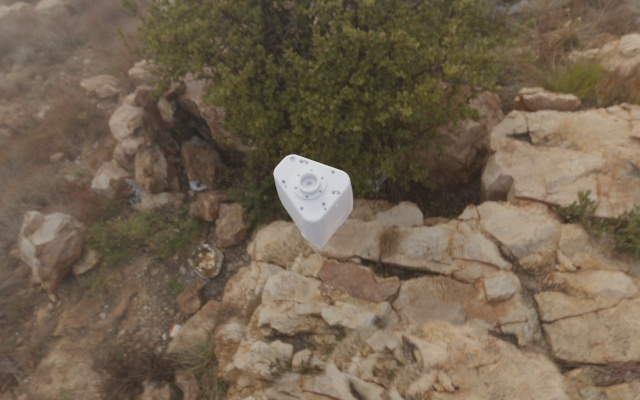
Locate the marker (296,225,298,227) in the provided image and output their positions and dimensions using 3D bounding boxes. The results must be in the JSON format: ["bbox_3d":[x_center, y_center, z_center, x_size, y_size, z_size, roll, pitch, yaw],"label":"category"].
[{"bbox_3d":[0.000,0.003,0.855,0.020,0.121,0.020,37,-14,11],"label":"marker"}]
